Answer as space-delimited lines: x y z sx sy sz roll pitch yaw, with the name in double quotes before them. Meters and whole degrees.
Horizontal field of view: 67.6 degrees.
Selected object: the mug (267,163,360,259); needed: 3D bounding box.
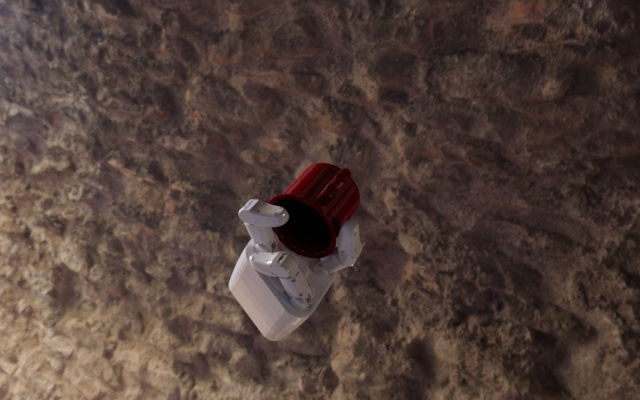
"mug" 0.001 0.001 0.559 0.081 0.093 0.117 -50 -2 -41
